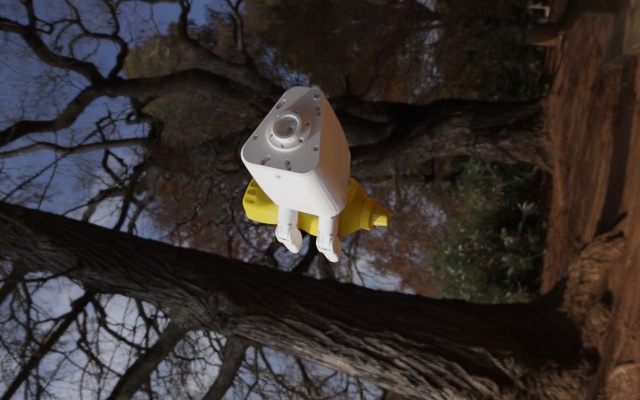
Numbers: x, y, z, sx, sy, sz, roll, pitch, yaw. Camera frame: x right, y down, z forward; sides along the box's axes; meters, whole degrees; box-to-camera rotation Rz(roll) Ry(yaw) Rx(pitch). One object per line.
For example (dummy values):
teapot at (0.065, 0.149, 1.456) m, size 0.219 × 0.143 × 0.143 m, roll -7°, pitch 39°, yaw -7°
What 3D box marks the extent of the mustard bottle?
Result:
mustard bottle at (0.000, 0.002, 0.640) m, size 0.191 × 0.058 × 0.096 m, roll 13°, pitch 47°, yaw 21°
